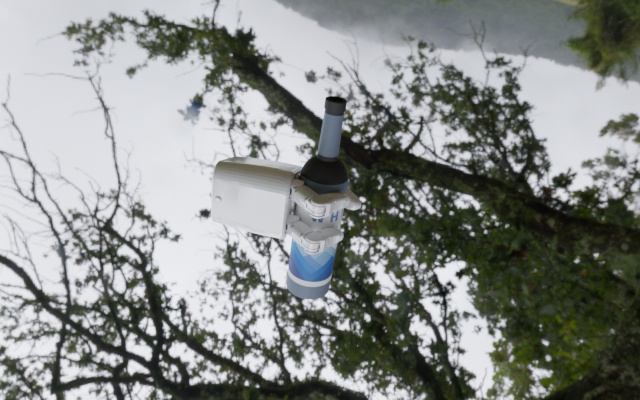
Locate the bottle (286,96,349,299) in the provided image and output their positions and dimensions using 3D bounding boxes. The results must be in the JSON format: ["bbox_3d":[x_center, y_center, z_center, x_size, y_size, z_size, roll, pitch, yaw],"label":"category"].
[{"bbox_3d":[0.000,0.002,0.664,0.069,0.296,0.069,7,28,-4],"label":"bottle"}]
